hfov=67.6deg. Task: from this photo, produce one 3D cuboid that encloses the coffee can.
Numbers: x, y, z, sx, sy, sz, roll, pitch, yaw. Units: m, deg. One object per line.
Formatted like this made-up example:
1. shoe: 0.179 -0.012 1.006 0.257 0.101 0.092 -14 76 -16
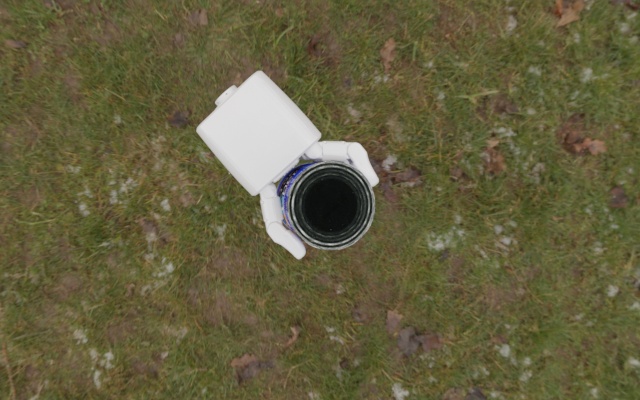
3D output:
1. coffee can: 0.000 0.002 0.606 0.103 0.103 0.140 0 3 -11
